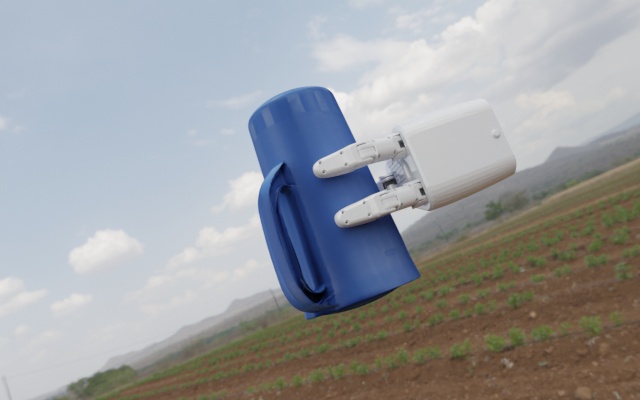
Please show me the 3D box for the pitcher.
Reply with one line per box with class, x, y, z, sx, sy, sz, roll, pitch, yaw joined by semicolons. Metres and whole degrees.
pitcher;0.000;0.002;0.529;0.145;0.242;0.149;-20;-10;-7
